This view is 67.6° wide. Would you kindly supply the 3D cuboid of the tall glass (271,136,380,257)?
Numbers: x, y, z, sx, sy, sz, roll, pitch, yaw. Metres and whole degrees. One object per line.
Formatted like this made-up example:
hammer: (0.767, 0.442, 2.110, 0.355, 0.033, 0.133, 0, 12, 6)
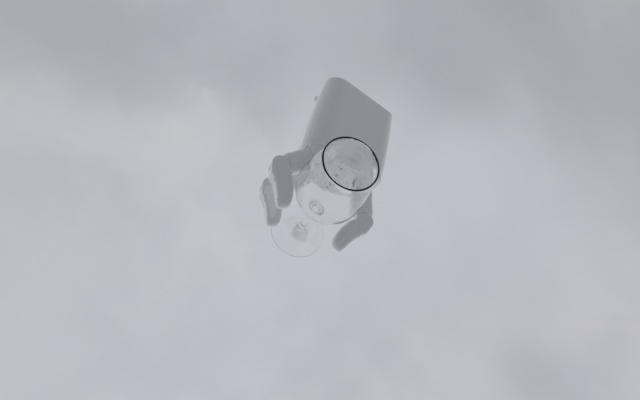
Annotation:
tall glass: (0.000, 0.002, 0.559, 0.079, 0.079, 0.201, 0, -23, -20)
